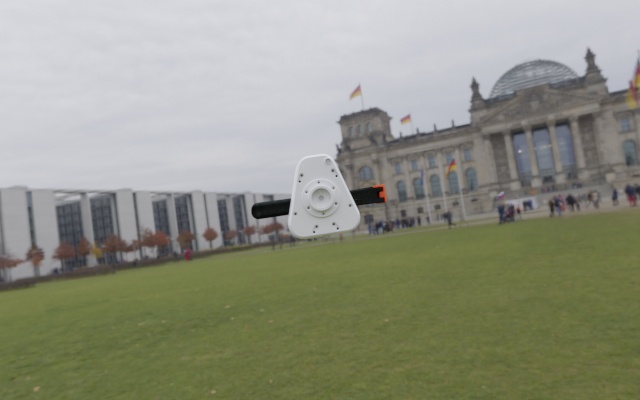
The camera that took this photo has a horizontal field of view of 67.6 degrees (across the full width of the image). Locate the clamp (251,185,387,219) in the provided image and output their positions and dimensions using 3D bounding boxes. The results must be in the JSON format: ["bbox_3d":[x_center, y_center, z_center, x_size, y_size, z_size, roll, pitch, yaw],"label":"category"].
[{"bbox_3d":[0.001,0.002,0.783,0.210,0.036,0.164,-8,1,-1],"label":"clamp"}]
